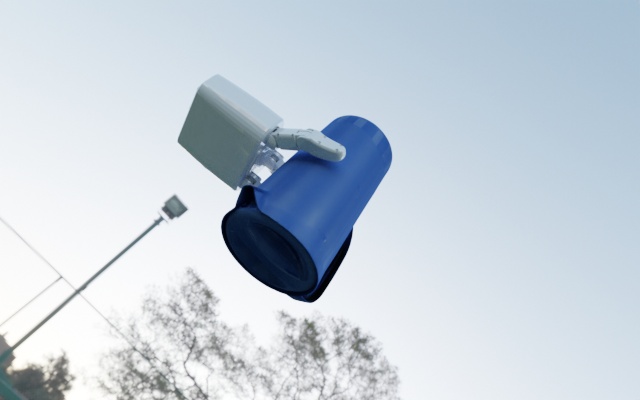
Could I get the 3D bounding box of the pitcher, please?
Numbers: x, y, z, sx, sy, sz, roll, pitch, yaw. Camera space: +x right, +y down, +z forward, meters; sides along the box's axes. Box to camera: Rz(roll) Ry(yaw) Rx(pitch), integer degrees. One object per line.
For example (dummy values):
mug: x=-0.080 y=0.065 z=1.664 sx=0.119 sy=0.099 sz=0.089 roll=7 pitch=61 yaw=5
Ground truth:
pitcher: x=0.000 y=0.002 z=0.617 sx=0.145 sy=0.242 sz=0.149 roll=36 pitch=-39 yaw=5
